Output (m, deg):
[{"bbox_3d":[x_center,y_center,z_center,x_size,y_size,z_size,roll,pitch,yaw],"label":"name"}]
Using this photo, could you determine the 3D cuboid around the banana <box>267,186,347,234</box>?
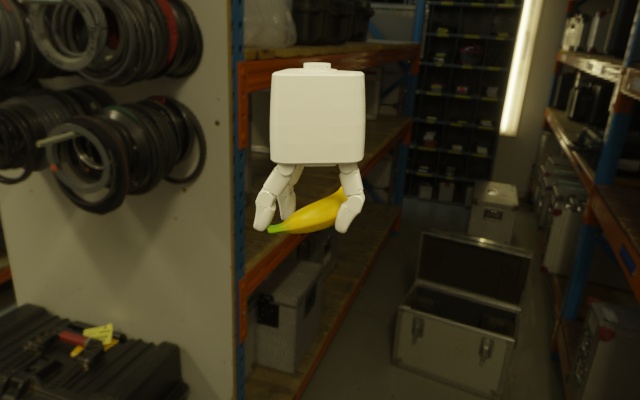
[{"bbox_3d":[0.013,0.006,0.672,0.069,0.037,0.197,12,23,34],"label":"banana"}]
